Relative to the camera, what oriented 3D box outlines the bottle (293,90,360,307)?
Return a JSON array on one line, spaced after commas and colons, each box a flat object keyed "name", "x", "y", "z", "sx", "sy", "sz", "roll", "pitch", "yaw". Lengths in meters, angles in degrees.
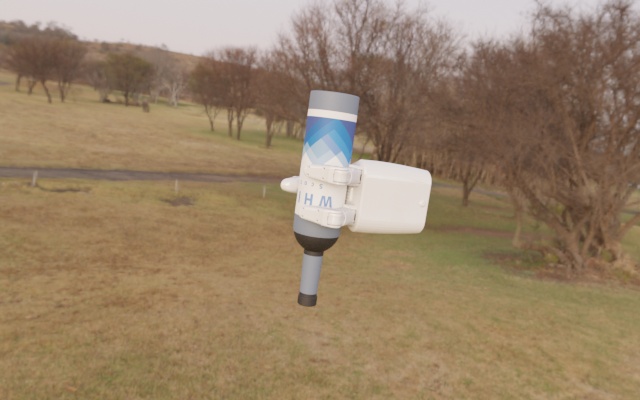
[{"name": "bottle", "x": 0.000, "y": 0.002, "z": 0.660, "sx": 0.069, "sy": 0.296, "sz": 0.069, "roll": 8, "pitch": 8, "yaw": -1}]
